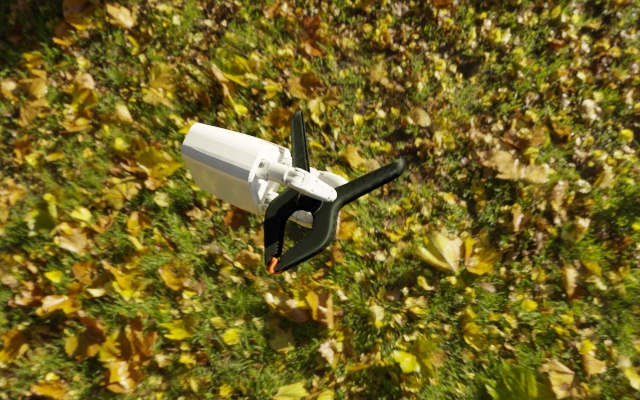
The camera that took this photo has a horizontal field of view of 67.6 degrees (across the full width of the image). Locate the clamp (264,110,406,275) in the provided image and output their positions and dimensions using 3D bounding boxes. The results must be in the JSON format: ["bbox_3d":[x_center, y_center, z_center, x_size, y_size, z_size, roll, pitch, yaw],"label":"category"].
[{"bbox_3d":[-0.001,0.002,0.597,0.164,0.210,0.036,21,-9,17],"label":"clamp"}]
